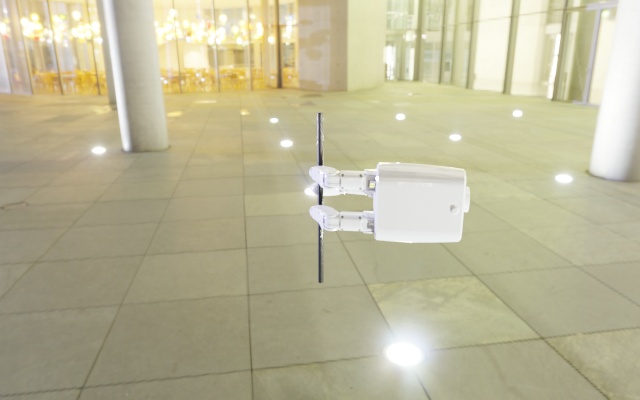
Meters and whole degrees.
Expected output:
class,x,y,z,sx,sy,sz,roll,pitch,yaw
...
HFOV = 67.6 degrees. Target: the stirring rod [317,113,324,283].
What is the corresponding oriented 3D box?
class,x,y,z,sx,sy,sz,roll,pitch,yaw
stirring rod,0.000,0.002,0.652,0.011,0.239,0.011,0,17,0
